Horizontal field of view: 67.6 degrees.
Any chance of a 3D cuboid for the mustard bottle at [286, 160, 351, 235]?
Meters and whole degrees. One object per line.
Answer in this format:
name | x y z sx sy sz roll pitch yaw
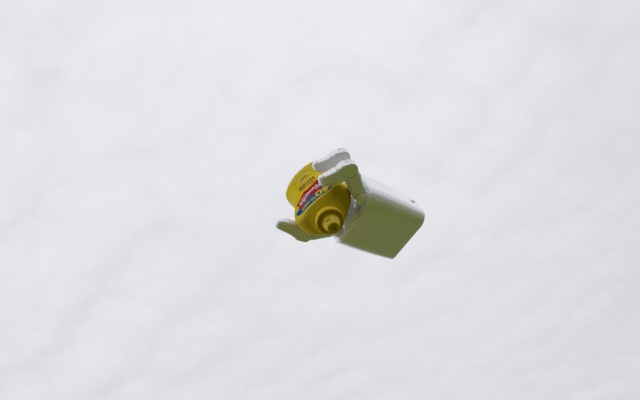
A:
mustard bottle | 0.000 0.002 0.743 0.096 0.058 0.191 -40 25 6
